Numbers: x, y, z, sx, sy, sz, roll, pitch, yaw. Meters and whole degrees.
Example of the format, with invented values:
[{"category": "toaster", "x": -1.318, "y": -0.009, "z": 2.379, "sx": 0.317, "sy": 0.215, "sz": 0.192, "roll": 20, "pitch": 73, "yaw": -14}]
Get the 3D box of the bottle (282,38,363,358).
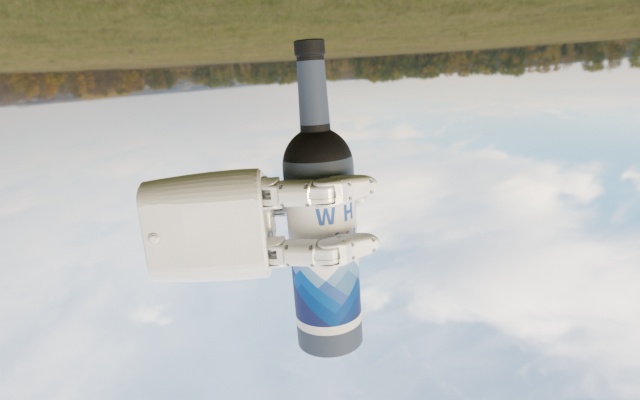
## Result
[{"category": "bottle", "x": 0.000, "y": 0.002, "z": 0.455, "sx": 0.069, "sy": 0.296, "sz": 0.069, "roll": -4, "pitch": 14, "yaw": 1}]
